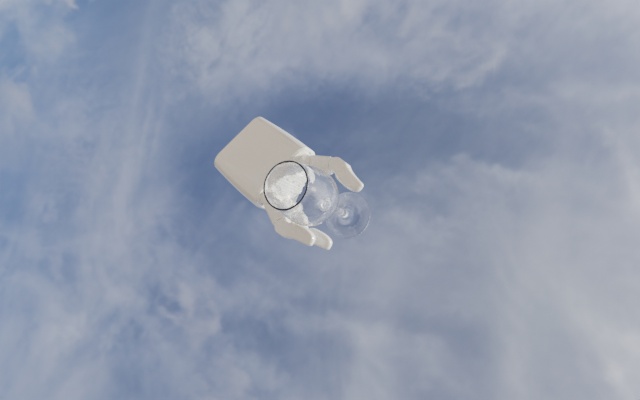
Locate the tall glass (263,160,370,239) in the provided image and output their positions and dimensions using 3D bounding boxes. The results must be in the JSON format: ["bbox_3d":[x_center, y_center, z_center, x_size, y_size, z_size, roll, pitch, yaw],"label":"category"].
[{"bbox_3d":[0.001,0.002,0.657,0.079,0.079,0.201,0,-12,26],"label":"tall glass"}]
